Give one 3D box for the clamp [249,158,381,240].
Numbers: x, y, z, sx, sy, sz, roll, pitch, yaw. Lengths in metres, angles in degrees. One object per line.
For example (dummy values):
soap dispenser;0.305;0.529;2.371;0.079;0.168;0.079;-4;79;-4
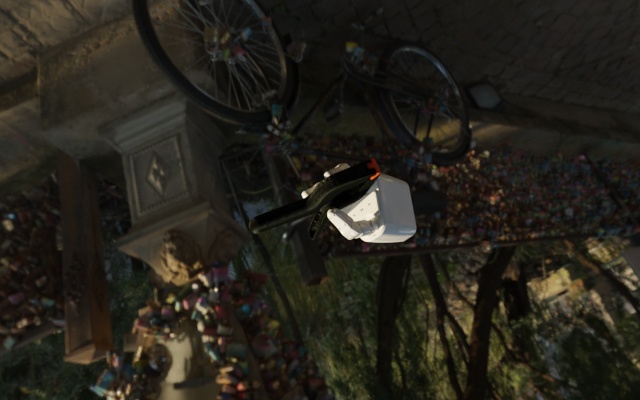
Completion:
clamp;0.001;0.003;0.739;0.164;0.036;0.210;4;-35;-49
